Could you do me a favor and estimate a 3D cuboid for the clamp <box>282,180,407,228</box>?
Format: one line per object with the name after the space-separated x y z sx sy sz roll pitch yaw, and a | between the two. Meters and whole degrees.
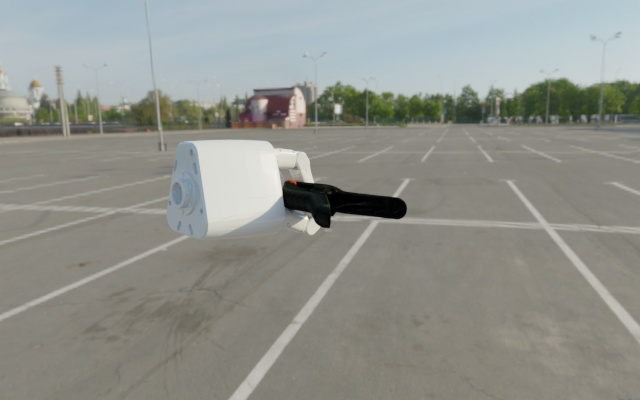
0.000 0.001 0.557 0.120 0.039 0.171 1 6 -45 | clamp
